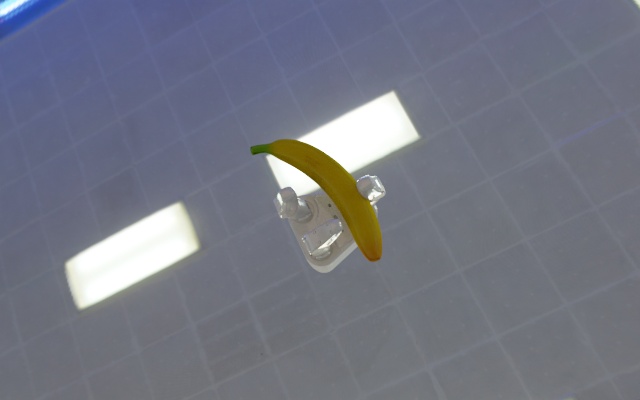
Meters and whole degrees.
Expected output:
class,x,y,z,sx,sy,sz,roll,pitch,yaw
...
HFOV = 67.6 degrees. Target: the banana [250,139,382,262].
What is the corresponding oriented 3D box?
class,x,y,z,sx,sy,sz,roll,pitch,yaw
banana,0.010,-0.013,0.566,0.198,0.069,0.037,41,-19,8
